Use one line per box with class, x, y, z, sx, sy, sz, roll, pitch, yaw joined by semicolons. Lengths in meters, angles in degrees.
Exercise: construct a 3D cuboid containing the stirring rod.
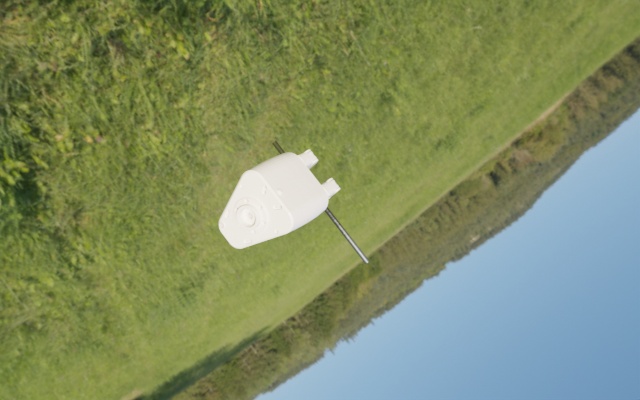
stirring rod;0.000;0.002;0.755;0.011;0.239;0.011;-38;-2;-2
